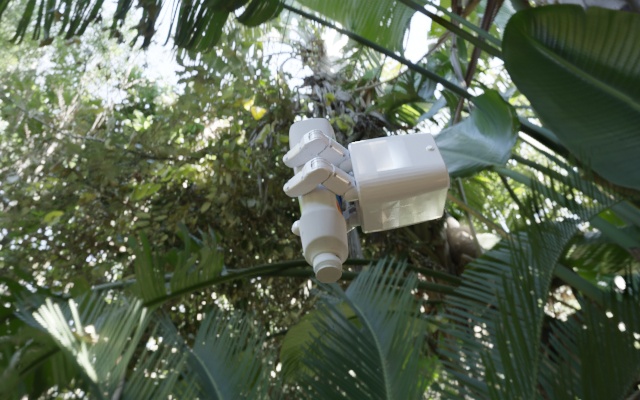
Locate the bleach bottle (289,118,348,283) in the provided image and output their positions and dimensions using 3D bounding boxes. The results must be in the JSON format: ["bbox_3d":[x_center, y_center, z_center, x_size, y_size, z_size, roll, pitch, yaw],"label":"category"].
[{"bbox_3d":[0.000,0.002,0.608,0.068,0.103,0.250,-10,42,3],"label":"bleach bottle"}]
